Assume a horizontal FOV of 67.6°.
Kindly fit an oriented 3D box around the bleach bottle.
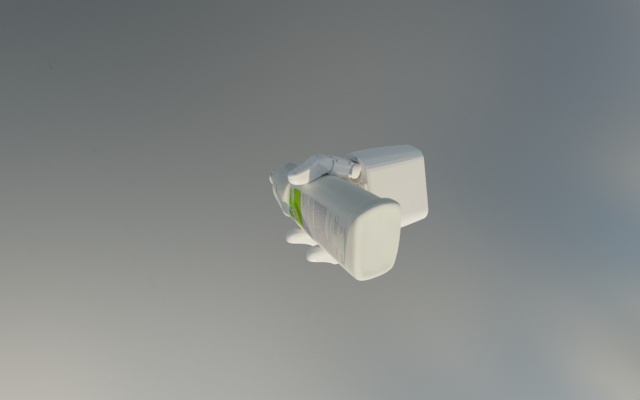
[{"bbox_3d":[0.000,0.002,0.633,0.068,0.103,0.250,-14,30,-29],"label":"bleach bottle"}]
